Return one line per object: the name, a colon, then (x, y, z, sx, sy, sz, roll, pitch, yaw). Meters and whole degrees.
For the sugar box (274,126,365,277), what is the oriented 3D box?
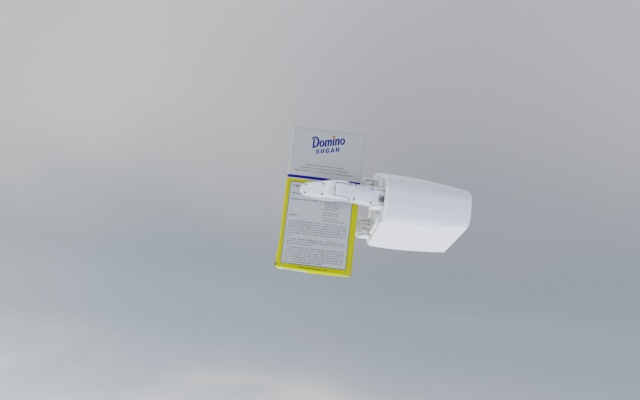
sugar box: (0.000, 0.002, 0.596, 0.093, 0.176, 0.048, 8, -12, -2)
